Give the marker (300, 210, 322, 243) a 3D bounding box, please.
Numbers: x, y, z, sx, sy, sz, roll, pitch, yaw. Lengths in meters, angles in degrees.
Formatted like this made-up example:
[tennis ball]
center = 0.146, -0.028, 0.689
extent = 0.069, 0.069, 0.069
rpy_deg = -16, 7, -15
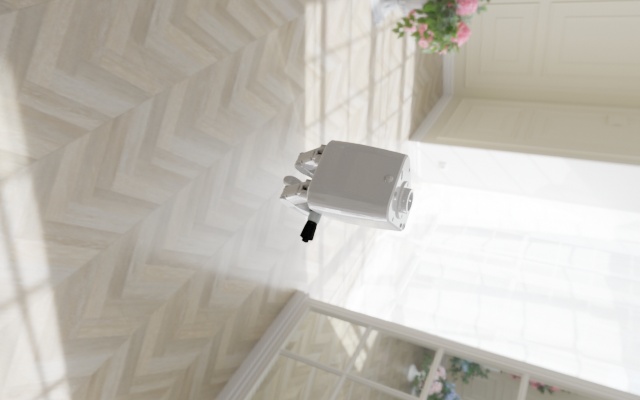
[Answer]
[marker]
center = 0.000, 0.002, 0.652
extent = 0.020, 0.121, 0.020
rpy_deg = 19, -22, 8
